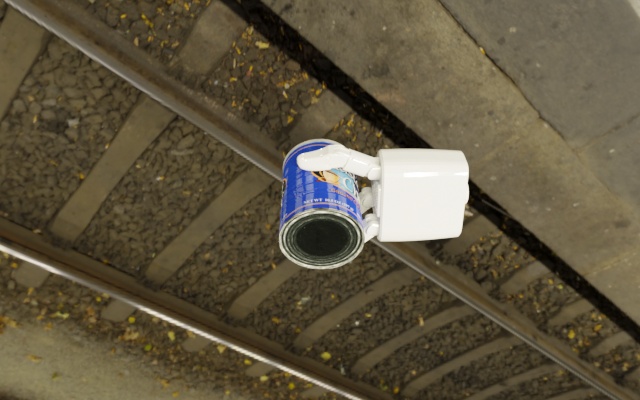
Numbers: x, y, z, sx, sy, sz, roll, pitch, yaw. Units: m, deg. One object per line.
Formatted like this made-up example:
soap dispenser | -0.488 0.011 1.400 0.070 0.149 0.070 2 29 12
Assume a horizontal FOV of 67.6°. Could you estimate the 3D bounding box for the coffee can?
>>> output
coffee can | 0.000 0.002 0.615 0.103 0.103 0.140 0 41 -2
